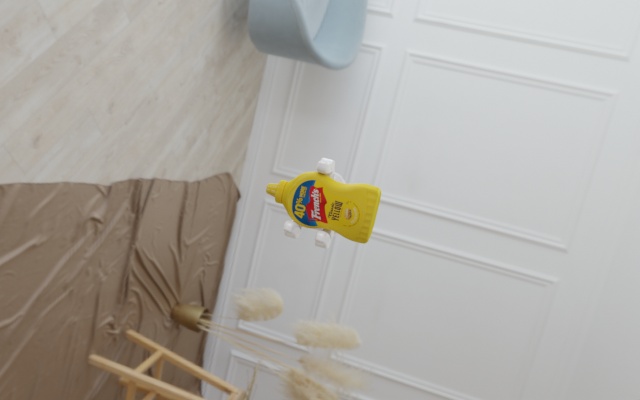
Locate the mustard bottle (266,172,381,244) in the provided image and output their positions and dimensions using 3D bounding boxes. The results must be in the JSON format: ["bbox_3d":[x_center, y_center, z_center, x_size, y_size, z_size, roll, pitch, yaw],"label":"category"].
[{"bbox_3d":[0.000,0.003,0.807,0.191,0.096,0.058,15,18,10],"label":"mustard bottle"}]
